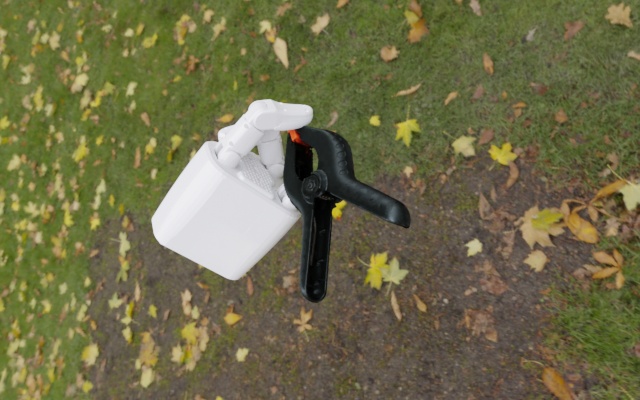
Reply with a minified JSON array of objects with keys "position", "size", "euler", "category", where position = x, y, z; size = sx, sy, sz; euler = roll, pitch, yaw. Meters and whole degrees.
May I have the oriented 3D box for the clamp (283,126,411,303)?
[{"position":[0.000,0.001,0.427],"size":[0.039,0.120,0.171],"euler":[26,24,-41],"category":"clamp"}]
